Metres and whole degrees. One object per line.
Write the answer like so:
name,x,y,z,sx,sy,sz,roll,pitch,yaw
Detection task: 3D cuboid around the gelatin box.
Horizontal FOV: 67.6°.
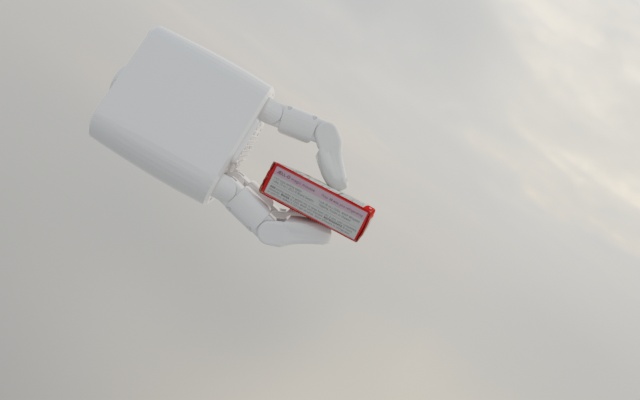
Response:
gelatin box,0.001,0.001,0.402,0.089,0.030,0.073,27,4,8
